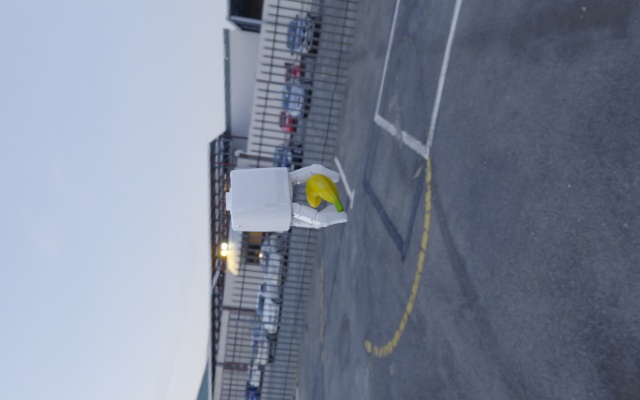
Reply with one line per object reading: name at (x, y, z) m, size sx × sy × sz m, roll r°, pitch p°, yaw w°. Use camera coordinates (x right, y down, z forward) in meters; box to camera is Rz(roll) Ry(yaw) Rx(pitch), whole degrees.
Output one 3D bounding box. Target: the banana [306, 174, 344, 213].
banana at (-0.002, -0.015, 0.884) m, size 0.037 × 0.069 × 0.198 m, roll -11°, pitch 5°, yaw -11°
